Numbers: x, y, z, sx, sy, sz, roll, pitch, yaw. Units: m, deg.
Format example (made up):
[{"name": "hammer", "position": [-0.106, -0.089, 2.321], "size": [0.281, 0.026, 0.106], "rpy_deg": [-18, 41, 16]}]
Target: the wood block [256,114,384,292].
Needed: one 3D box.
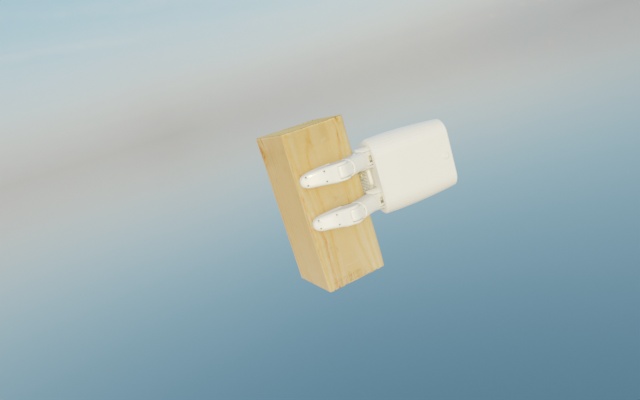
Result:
[{"name": "wood block", "position": [0.000, 0.002, 0.632], "size": [0.090, 0.206, 0.091], "rpy_deg": [-23, 14, -23]}]
